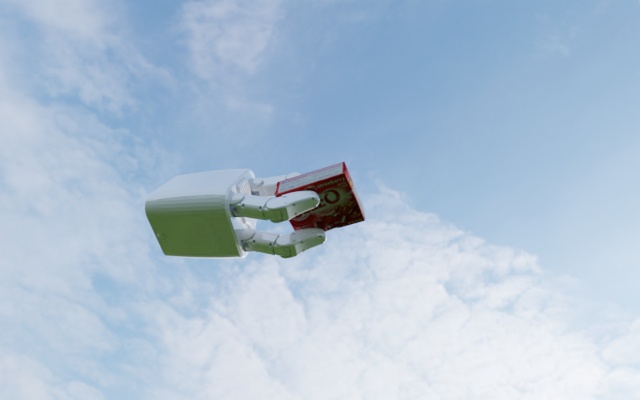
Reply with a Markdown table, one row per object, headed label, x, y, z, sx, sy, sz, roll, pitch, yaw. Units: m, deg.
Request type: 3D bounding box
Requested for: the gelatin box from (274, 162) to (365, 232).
| label | x | y | z | sx | sy | sz | roll | pitch | yaw |
| --- | --- | --- | --- | --- | --- | --- | --- | --- | --- |
| gelatin box | 0.000 | 0.002 | 0.569 | 0.089 | 0.073 | 0.030 | -17 | 33 | 13 |
